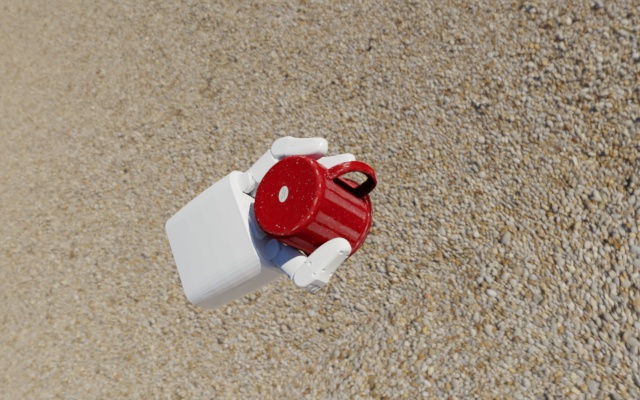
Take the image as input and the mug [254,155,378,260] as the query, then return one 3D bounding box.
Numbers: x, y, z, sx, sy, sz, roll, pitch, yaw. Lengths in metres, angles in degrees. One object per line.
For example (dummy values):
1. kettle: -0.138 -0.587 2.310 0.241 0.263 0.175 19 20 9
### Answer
1. mug: 0.001 0.001 0.455 0.117 0.093 0.081 -32 -35 22
